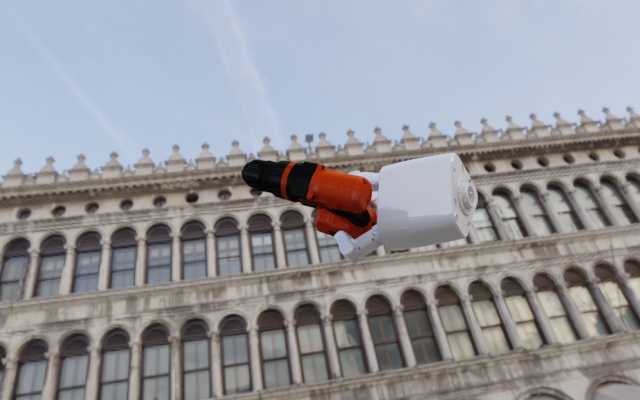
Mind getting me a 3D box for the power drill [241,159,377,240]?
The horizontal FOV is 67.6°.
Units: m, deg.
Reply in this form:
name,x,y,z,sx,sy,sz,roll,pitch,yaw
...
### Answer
name,x,y,z,sx,sy,sz,roll,pitch,yaw
power drill,0.001,0.002,0.676,0.184,0.057,0.188,14,-13,25
